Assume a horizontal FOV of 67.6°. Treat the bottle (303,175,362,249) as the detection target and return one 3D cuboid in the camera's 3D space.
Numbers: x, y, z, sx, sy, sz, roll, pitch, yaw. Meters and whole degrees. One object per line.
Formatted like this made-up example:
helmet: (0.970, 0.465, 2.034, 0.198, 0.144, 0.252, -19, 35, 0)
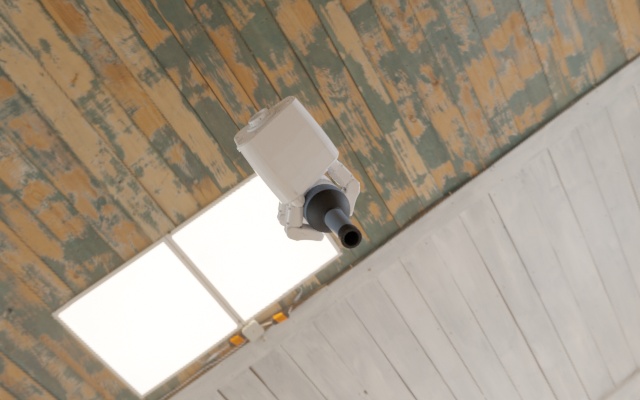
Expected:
bottle: (0.000, 0.002, 0.709, 0.069, 0.069, 0.295, 0, 17, -15)
